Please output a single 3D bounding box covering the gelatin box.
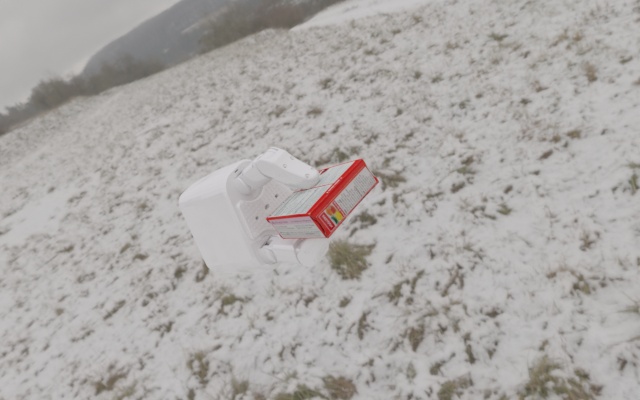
[{"bbox_3d":[0.000,0.001,0.433,0.073,0.030,0.089,-46,17,-26],"label":"gelatin box"}]
